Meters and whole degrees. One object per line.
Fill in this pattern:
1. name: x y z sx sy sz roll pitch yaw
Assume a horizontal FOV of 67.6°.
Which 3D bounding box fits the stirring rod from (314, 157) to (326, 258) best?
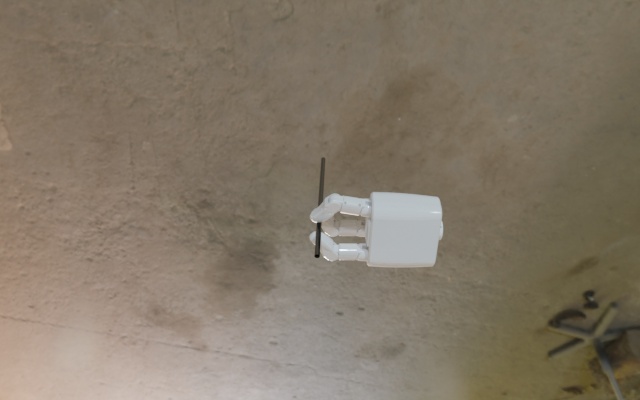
1. stirring rod: 0.000 0.002 0.784 0.011 0.011 0.239 0 41 3
